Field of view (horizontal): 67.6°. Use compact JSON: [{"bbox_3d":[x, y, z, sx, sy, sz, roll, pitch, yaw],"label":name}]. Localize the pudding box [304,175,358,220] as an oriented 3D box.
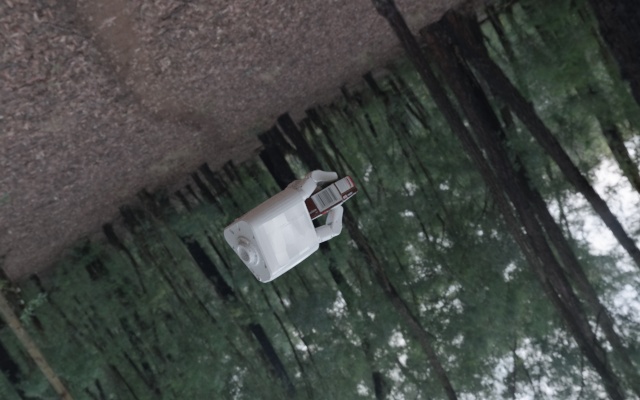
[{"bbox_3d":[0.000,0.003,0.829,0.113,0.039,0.090,-28,2,23],"label":"pudding box"}]
